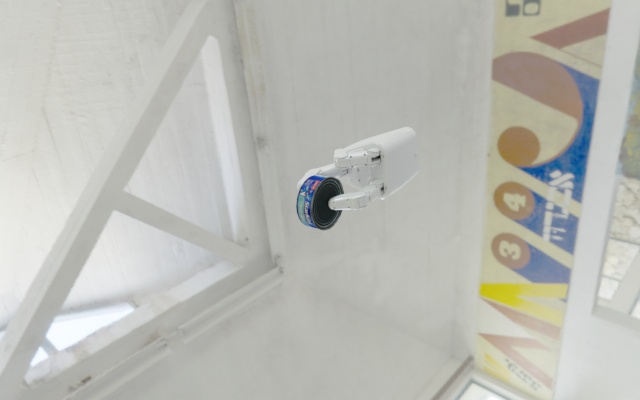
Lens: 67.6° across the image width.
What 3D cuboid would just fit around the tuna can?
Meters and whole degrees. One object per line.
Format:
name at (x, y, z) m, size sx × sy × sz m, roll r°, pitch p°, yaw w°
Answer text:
tuna can at (0.000, 0.002, 0.756) m, size 0.033 × 0.086 × 0.086 m, roll 12°, pitch 7°, yaw 36°
